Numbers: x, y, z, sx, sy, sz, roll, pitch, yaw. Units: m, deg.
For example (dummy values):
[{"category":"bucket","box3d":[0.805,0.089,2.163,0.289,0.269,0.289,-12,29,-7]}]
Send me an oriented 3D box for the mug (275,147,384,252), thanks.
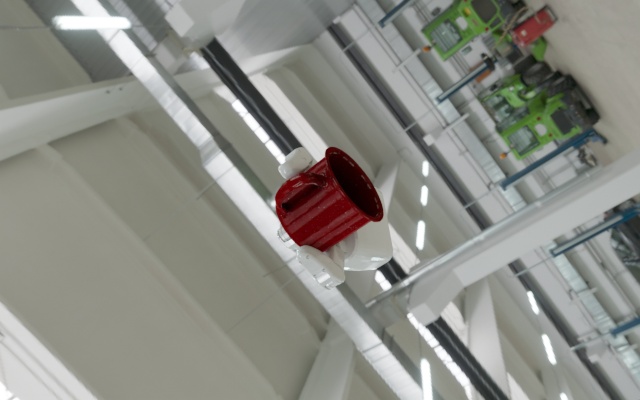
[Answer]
[{"category":"mug","box3d":[-0.001,0.002,0.497,0.081,0.093,0.117,-36,-29,24]}]
